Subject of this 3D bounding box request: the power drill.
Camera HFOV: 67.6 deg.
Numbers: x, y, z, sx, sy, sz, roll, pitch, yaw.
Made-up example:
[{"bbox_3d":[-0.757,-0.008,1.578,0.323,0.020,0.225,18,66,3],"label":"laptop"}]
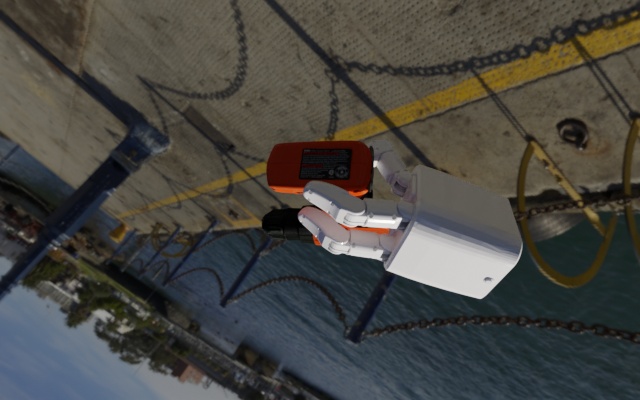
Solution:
[{"bbox_3d":[0.000,0.002,0.550,0.184,0.057,0.188,-1,-24,12],"label":"power drill"}]
